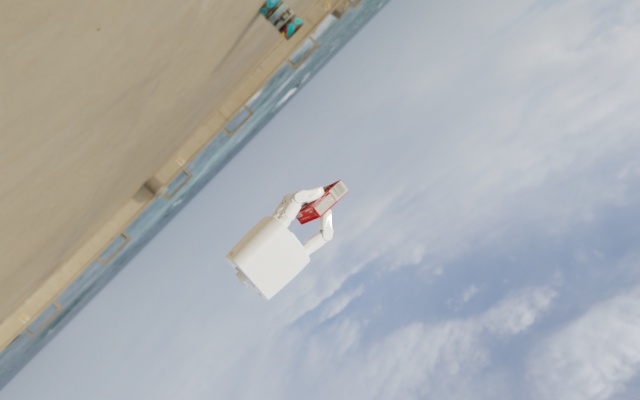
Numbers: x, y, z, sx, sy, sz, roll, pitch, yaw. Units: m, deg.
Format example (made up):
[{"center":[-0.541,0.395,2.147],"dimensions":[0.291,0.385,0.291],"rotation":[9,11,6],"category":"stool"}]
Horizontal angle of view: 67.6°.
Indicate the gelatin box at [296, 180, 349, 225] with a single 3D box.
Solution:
[{"center":[0.001,0.003,0.893],"dimensions":[0.089,0.030,0.073],"rotation":[-42,10,-31],"category":"gelatin box"}]
